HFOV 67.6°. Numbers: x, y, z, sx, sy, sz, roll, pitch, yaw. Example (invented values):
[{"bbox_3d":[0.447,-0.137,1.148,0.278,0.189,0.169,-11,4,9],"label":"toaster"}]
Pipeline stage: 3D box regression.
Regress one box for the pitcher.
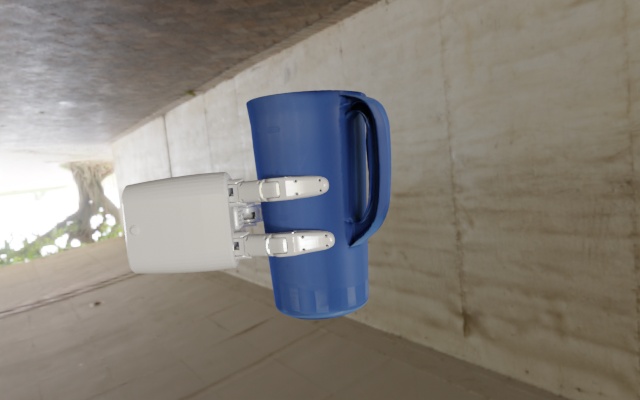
[{"bbox_3d":[0.000,0.002,0.530,0.145,0.243,0.149,-5,4,-1],"label":"pitcher"}]
